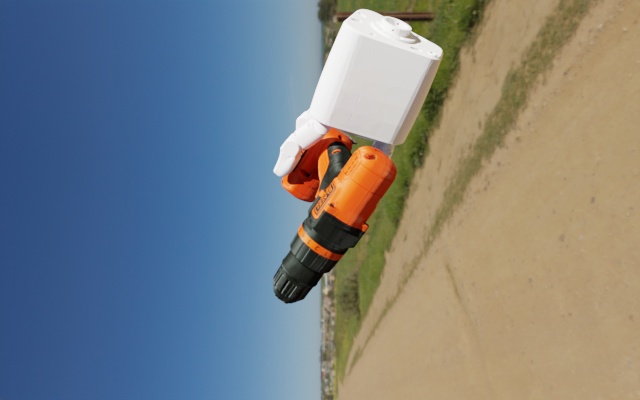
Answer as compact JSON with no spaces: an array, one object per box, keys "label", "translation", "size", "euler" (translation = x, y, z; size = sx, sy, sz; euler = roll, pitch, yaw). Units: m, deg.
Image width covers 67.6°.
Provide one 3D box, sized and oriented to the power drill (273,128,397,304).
[{"label":"power drill","translation":[0.000,0.001,0.535],"size":[0.057,0.184,0.187],"euler":[30,17,-22]}]
